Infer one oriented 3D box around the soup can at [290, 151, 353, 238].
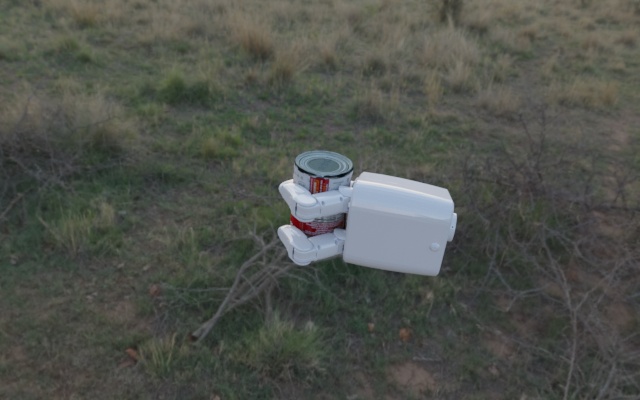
[{"bbox_3d":[0.000,0.001,0.553,0.068,0.102,0.068,4,29,-2],"label":"soup can"}]
